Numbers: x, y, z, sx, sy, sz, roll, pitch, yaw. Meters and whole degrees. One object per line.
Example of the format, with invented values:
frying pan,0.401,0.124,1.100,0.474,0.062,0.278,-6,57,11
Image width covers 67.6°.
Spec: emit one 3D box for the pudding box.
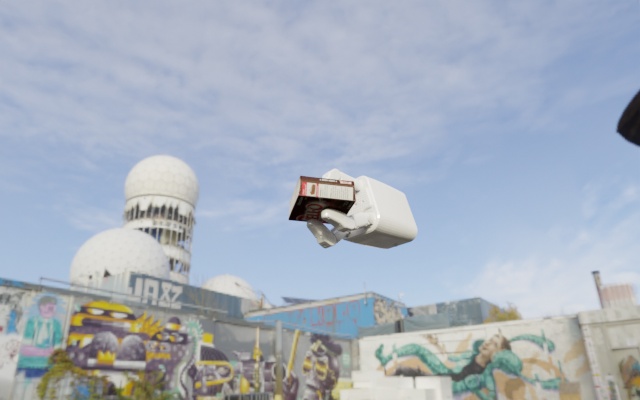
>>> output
pudding box,0.000,0.002,0.767,0.090,0.039,0.113,5,-25,-10
